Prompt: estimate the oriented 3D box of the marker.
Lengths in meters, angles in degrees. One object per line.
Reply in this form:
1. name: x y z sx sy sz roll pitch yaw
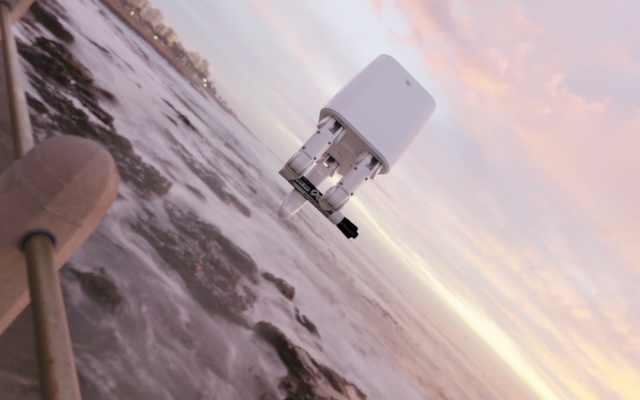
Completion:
1. marker: 0.000 0.002 0.565 0.121 0.020 0.020 44 -7 -7
